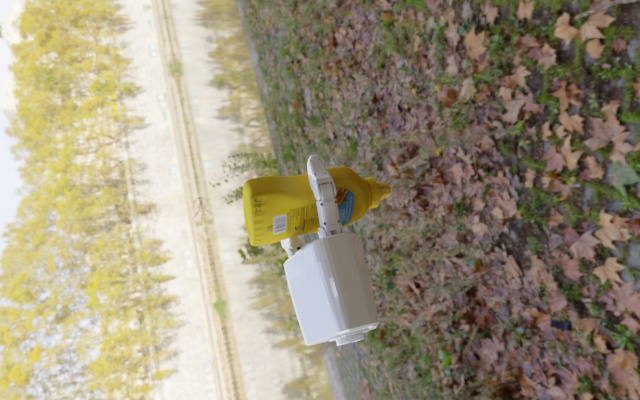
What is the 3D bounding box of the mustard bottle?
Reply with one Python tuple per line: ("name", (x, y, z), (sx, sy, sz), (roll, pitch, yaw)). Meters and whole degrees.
("mustard bottle", (0.000, 0.002, 0.610), (0.191, 0.096, 0.058), (-10, 47, -16))
